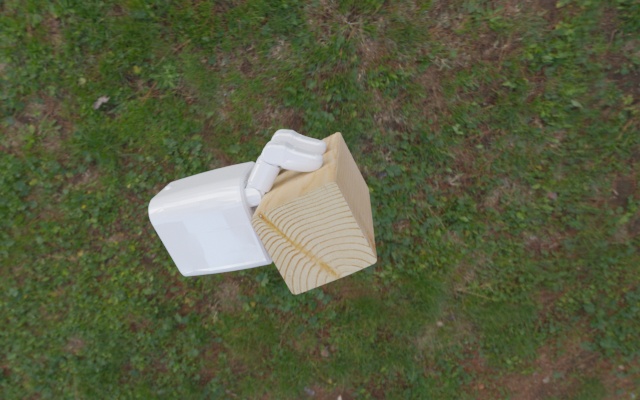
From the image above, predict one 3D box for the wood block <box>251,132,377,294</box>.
[{"bbox_3d":[0.000,0.002,0.531,0.090,0.091,0.206,-24,17,12],"label":"wood block"}]
